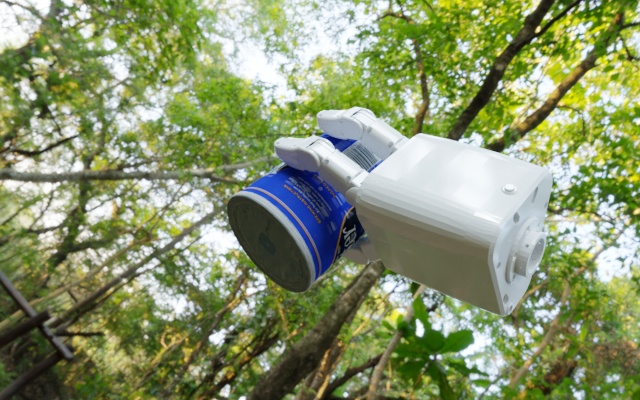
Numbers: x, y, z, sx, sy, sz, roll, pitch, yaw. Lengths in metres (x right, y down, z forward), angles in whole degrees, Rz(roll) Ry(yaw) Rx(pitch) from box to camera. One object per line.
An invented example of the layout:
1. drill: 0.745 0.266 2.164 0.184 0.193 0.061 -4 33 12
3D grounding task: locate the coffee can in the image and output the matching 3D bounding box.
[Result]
1. coffee can: 0.000 0.002 0.444 0.140 0.103 0.103 -39 23 -31
